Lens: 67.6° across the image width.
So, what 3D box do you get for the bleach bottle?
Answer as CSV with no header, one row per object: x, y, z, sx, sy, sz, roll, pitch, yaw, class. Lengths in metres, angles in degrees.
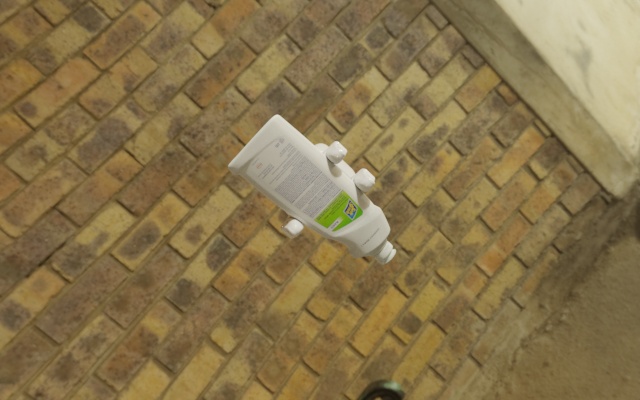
0.000,0.002,0.658,0.251,0.102,0.068,43,12,-9,bleach bottle
